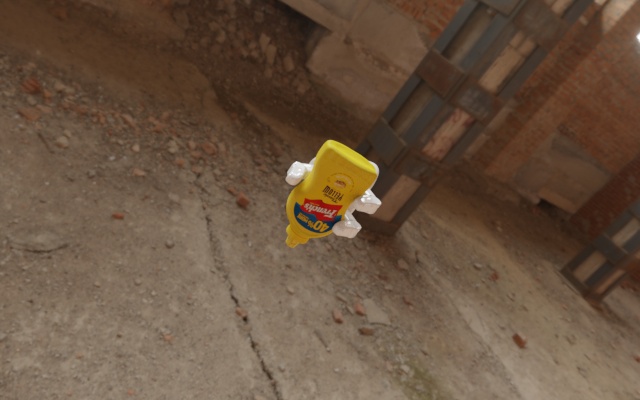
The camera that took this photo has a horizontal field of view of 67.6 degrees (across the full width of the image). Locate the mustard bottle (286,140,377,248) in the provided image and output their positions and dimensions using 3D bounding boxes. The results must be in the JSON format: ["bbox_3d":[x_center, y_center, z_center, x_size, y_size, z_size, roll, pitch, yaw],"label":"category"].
[{"bbox_3d":[0.000,0.002,0.773,0.096,0.192,0.058,28,24,-18],"label":"mustard bottle"}]
